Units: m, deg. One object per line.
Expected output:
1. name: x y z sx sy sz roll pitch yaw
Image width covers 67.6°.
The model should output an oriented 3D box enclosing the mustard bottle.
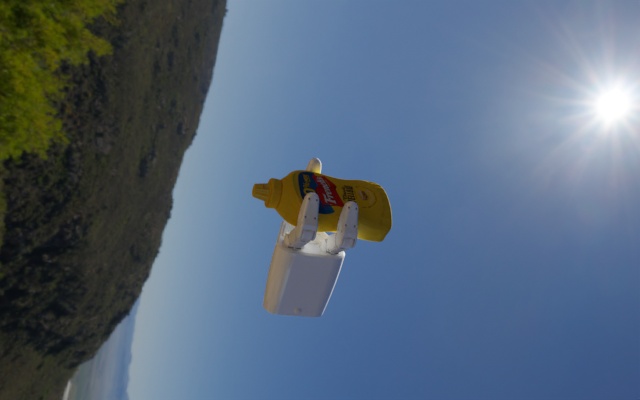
1. mustard bottle: 0.000 0.002 0.661 0.191 0.096 0.058 10 -45 -20
